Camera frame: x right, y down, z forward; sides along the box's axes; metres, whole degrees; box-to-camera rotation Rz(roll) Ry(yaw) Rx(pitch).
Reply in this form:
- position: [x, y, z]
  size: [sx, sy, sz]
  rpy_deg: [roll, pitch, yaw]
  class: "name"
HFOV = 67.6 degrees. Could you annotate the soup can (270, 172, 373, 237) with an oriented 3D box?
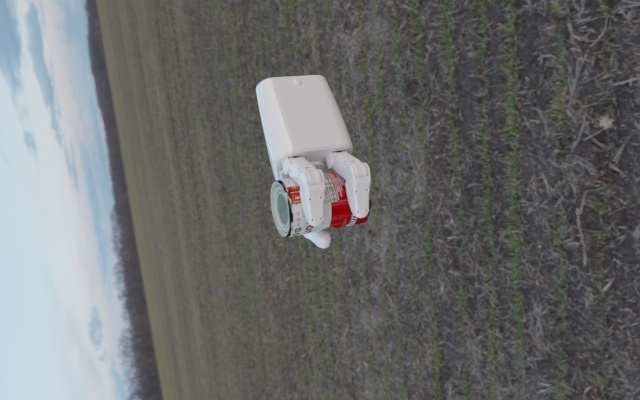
- position: [0.000, 0.002, 0.558]
  size: [0.102, 0.068, 0.068]
  rpy_deg: [-9, 3, -22]
  class: "soup can"
